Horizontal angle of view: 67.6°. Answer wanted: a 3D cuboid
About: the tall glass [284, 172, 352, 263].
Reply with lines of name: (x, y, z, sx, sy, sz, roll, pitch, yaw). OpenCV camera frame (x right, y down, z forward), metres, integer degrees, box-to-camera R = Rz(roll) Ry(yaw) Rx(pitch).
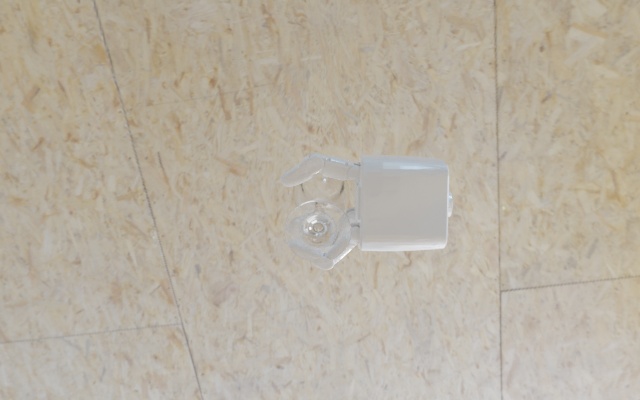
tall glass: (0.000, 0.002, 0.617, 0.079, 0.079, 0.201, 0, 20, 1)
